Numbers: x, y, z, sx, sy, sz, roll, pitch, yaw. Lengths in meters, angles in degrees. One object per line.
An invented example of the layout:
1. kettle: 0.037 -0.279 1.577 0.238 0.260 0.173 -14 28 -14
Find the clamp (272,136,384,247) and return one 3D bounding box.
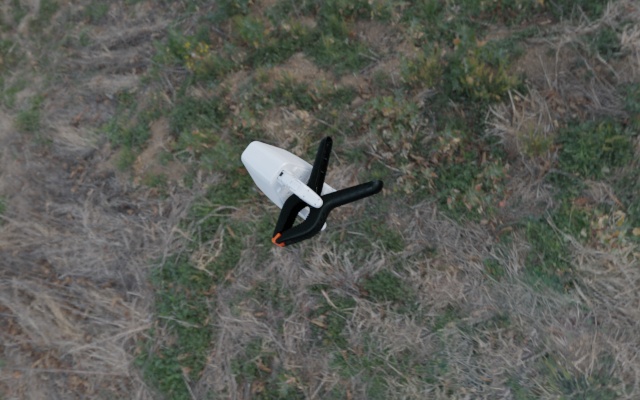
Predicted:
1. clamp: -0.001 0.003 0.818 0.164 0.210 0.036 37 -1 40
